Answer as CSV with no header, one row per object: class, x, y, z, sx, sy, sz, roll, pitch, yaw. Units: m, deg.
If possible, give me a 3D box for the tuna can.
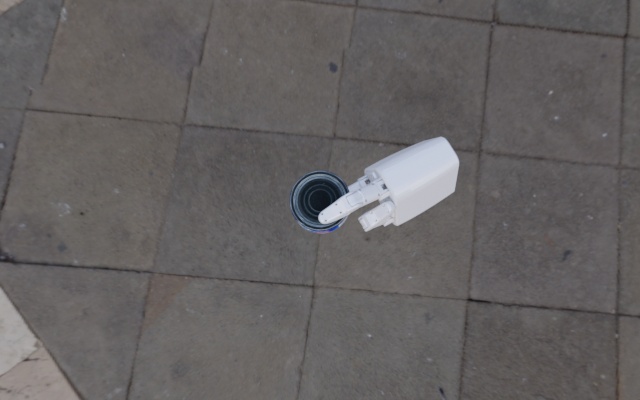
tuna can,0.000,0.002,0.665,0.086,0.086,0.034,0,-9,3
